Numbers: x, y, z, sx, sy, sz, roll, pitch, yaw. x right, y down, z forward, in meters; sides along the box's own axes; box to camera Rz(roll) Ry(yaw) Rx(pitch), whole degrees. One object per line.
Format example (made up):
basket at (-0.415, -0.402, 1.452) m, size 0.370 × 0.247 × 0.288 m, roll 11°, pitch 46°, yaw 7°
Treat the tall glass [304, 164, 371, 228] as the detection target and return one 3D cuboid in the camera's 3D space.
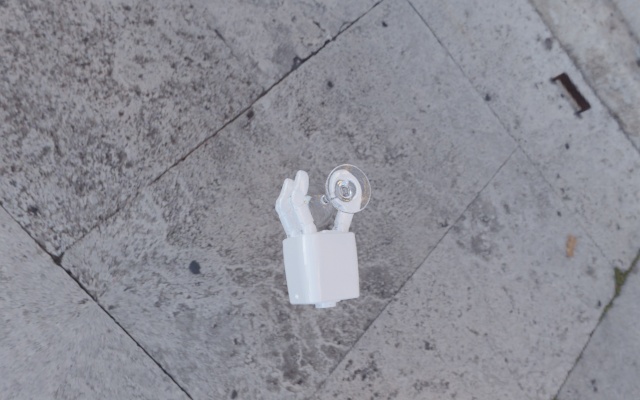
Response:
tall glass at (0.000, 0.002, 0.785) m, size 0.079 × 0.079 × 0.201 m, roll 0°, pitch -11°, yaw -25°
